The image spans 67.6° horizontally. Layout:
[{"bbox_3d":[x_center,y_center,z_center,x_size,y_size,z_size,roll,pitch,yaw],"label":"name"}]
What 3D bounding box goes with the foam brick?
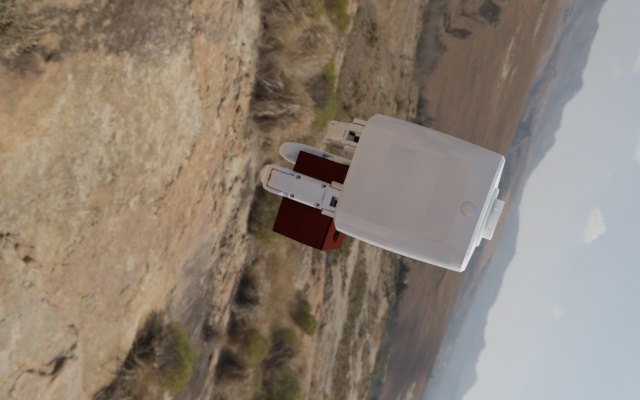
[{"bbox_3d":[0.000,0.002,0.430,0.051,0.078,0.053,21,4,19],"label":"foam brick"}]
